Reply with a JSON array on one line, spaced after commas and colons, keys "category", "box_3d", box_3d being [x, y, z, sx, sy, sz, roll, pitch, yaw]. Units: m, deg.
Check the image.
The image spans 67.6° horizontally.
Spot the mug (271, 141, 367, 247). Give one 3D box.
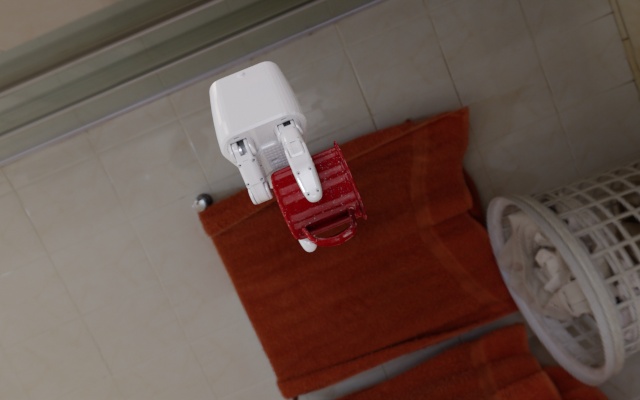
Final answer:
[{"category": "mug", "box_3d": [0.000, 0.003, 0.518, 0.081, 0.117, 0.093, -22, -37, 1]}]
